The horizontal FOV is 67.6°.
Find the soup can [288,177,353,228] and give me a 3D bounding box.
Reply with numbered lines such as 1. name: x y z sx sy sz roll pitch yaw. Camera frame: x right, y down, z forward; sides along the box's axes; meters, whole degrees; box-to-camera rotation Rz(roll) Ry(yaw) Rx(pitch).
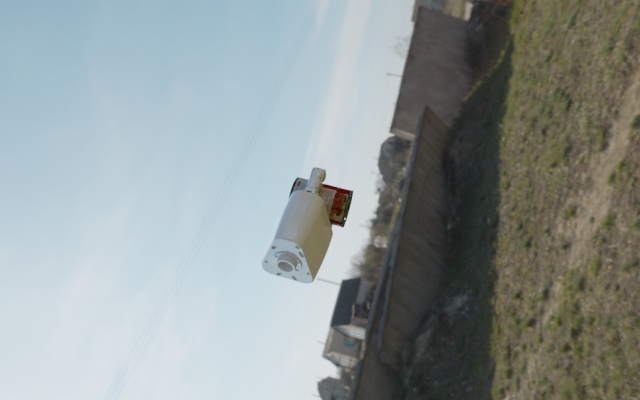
1. soup can: 0.000 0.002 0.843 0.102 0.068 0.068 15 2 8
